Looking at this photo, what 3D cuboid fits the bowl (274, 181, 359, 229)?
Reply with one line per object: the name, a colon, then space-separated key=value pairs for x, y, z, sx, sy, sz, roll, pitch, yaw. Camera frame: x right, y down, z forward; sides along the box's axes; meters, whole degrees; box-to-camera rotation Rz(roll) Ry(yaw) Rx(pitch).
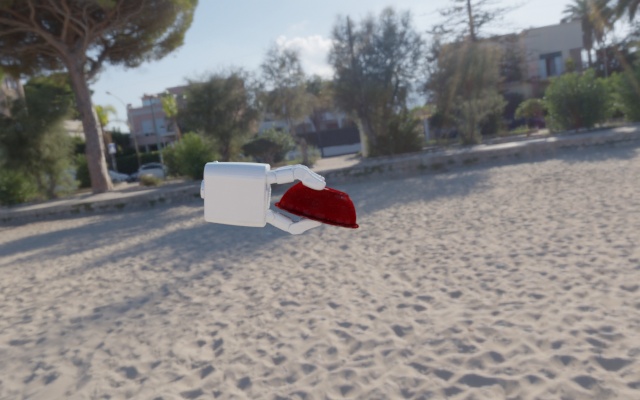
bowl: x=0.001 y=0.003 z=0.876 sx=0.162 sy=0.055 sz=0.162 roll=16 pitch=5 yaw=-1
